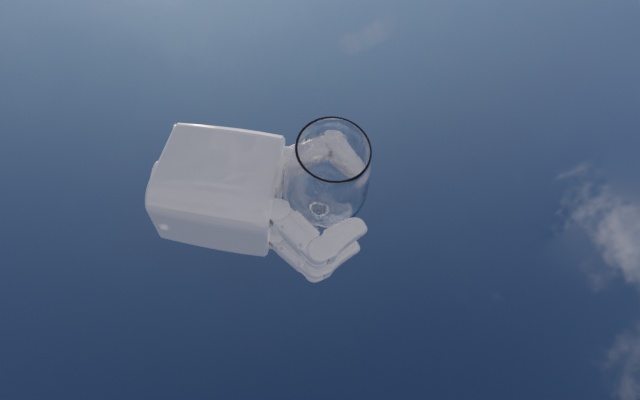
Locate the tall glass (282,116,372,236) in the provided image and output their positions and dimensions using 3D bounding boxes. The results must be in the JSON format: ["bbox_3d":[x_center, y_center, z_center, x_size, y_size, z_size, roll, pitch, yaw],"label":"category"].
[{"bbox_3d":[0.000,0.002,0.466,0.079,0.079,0.201,0,-25,-7],"label":"tall glass"}]
